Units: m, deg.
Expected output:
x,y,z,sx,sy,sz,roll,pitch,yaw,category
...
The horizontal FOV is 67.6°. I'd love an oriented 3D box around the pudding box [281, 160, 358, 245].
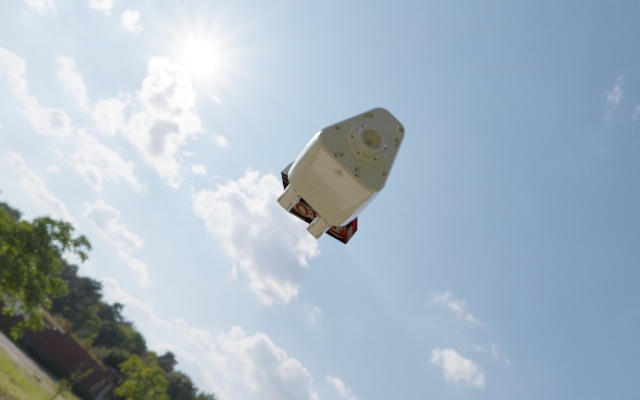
x,y,z,sx,sy,sz,roll,pitch,yaw,category
0.000,0.002,0.683,0.113,0.090,0.039,30,57,25,pudding box
